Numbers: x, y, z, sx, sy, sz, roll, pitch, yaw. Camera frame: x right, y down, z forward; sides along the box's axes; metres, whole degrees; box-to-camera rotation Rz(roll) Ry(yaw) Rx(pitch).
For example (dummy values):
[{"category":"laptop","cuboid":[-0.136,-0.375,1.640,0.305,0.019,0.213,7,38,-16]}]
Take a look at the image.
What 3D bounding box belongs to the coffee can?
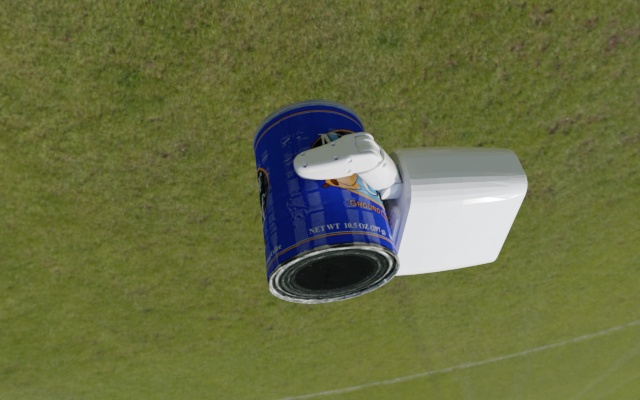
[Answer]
[{"category":"coffee can","cuboid":[0.000,0.001,0.402,0.103,0.140,0.103,-8,-32,-5]}]
